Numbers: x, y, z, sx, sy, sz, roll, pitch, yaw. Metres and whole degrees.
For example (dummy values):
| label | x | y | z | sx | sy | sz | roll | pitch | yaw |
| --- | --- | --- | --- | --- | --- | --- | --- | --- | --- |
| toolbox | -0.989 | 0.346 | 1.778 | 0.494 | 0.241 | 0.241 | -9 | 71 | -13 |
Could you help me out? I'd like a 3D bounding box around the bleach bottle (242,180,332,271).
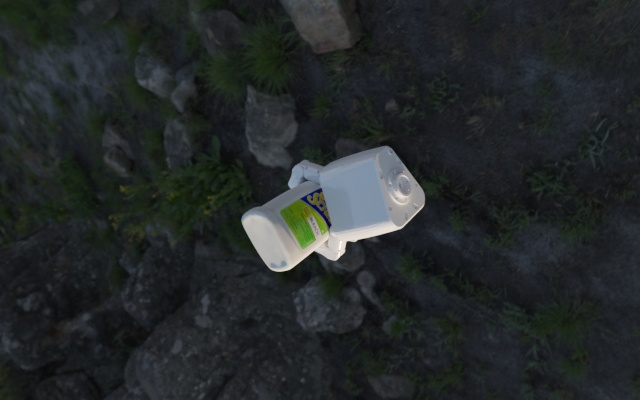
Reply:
| label | x | y | z | sx | sy | sz | roll | pitch | yaw |
| --- | --- | --- | --- | --- | --- | --- | --- | --- | --- |
| bleach bottle | 0.000 | 0.003 | 0.741 | 0.068 | 0.102 | 0.250 | -17 | 16 | 48 |
